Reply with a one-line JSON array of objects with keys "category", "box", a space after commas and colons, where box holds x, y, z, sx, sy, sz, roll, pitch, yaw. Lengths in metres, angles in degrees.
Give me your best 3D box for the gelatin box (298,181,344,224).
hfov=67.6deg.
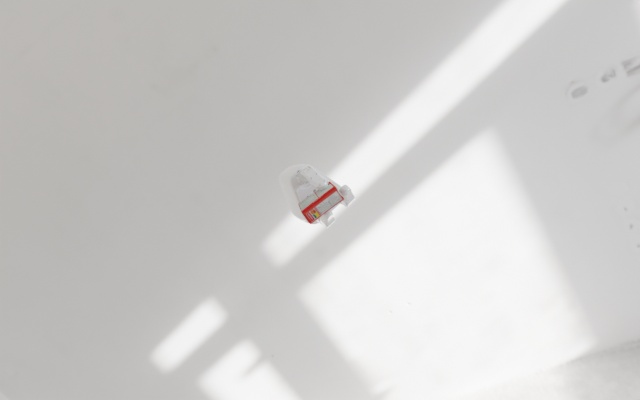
[{"category": "gelatin box", "box": [0.000, 0.002, 0.842, 0.073, 0.030, 0.089, -37, 10, 0]}]
